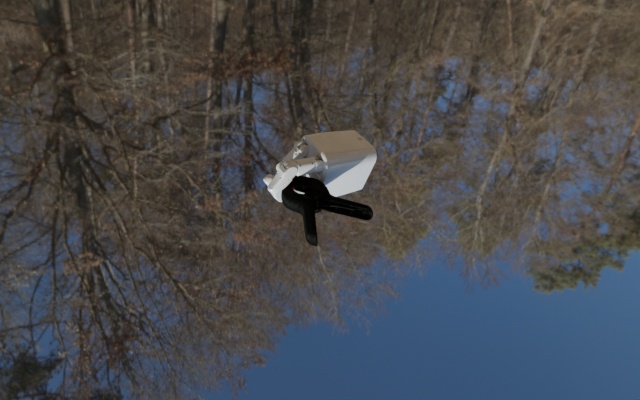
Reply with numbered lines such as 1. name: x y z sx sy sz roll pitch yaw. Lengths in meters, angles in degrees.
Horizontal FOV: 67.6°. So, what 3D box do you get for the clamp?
1. clamp: 0.000 0.003 0.771 0.120 0.039 0.171 -13 41 -26
